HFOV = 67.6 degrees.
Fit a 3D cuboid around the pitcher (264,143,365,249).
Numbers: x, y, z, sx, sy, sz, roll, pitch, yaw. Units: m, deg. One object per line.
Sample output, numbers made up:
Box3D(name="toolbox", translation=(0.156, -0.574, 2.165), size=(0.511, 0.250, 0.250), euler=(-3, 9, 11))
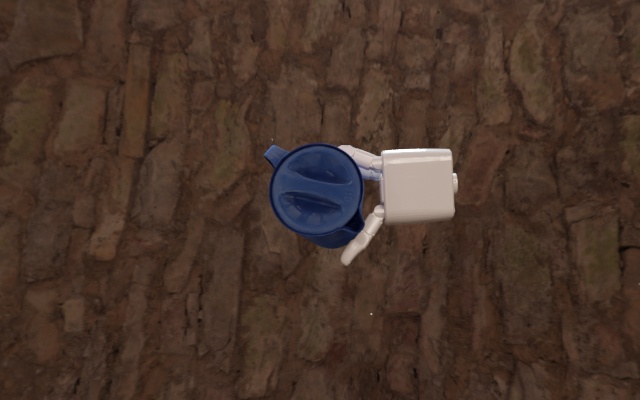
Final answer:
Box3D(name="pitcher", translation=(0.000, 0.003, 0.770), size=(0.145, 0.149, 0.243), euler=(-6, -14, 6))
